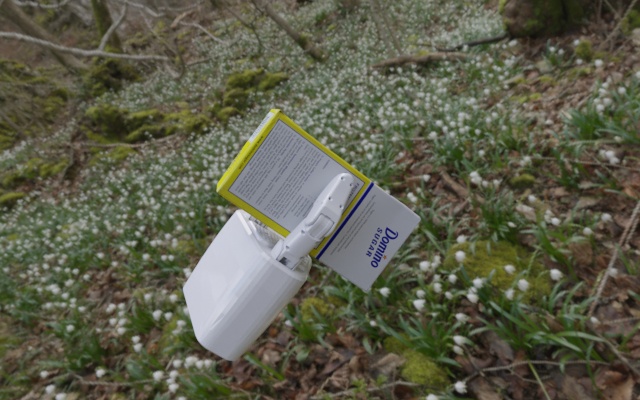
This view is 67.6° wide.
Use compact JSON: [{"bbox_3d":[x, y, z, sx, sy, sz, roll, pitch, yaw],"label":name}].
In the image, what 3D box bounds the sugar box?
[{"bbox_3d":[0.000,0.001,0.459,0.176,0.093,0.048,36,3,-19],"label":"sugar box"}]
